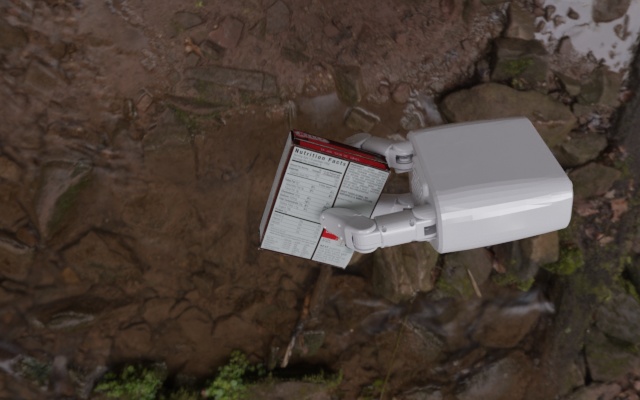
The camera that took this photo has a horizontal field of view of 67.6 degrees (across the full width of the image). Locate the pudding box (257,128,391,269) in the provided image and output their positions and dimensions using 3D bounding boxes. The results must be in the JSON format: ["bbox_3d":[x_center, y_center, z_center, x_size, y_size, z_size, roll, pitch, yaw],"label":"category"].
[{"bbox_3d":[0.000,0.002,0.430,0.090,0.113,0.039,15,26,-12],"label":"pudding box"}]
